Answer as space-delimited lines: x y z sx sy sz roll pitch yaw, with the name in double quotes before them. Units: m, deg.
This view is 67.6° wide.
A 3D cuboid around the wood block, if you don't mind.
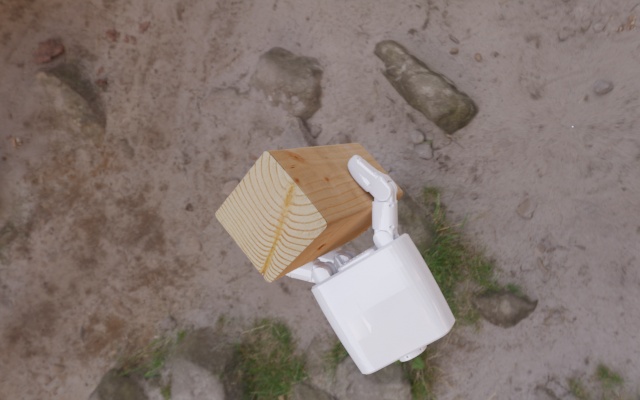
"wood block" 0.000 0.002 0.520 0.091 0.090 0.206 -46 -14 26
